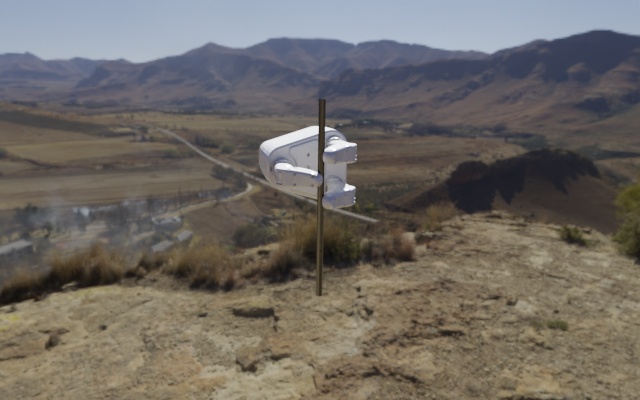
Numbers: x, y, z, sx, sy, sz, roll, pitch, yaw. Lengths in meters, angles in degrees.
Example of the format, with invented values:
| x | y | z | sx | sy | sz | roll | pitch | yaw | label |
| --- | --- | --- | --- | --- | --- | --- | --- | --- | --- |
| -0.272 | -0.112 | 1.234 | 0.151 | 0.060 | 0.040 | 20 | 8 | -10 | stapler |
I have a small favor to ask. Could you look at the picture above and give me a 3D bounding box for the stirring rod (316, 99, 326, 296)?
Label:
| x | y | z | sx | sy | sz | roll | pitch | yaw | label |
| --- | --- | --- | --- | --- | --- | --- | --- | --- | --- |
| 0.000 | 0.002 | 0.570 | 0.011 | 0.239 | 0.011 | 1 | 14 | 0 | stirring rod |
